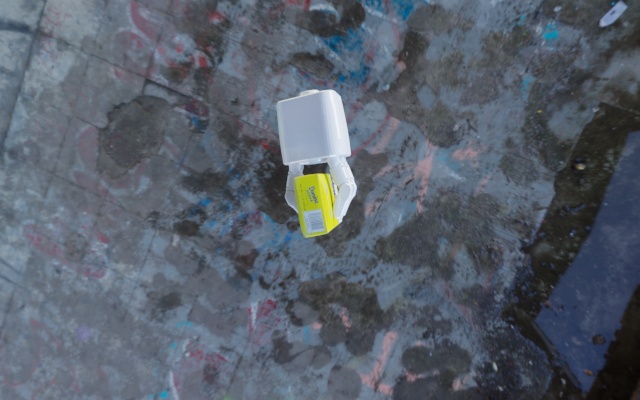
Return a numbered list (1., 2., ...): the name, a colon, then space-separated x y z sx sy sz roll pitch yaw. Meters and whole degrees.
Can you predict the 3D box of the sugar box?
1. sugar box: 0.001 0.002 0.797 0.048 0.093 0.176 -9 3 12
